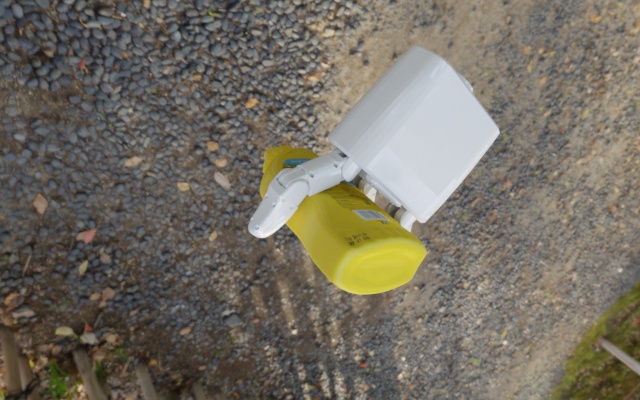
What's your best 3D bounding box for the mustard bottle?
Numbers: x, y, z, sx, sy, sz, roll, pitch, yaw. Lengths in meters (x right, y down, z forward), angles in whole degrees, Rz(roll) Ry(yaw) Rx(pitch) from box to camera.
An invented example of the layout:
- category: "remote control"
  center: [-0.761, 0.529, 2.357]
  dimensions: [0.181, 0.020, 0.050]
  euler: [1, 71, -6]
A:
- category: "mustard bottle"
  center: [0.000, 0.002, 0.429]
  dimensions: [0.096, 0.058, 0.191]
  euler: [4, 30, -40]
